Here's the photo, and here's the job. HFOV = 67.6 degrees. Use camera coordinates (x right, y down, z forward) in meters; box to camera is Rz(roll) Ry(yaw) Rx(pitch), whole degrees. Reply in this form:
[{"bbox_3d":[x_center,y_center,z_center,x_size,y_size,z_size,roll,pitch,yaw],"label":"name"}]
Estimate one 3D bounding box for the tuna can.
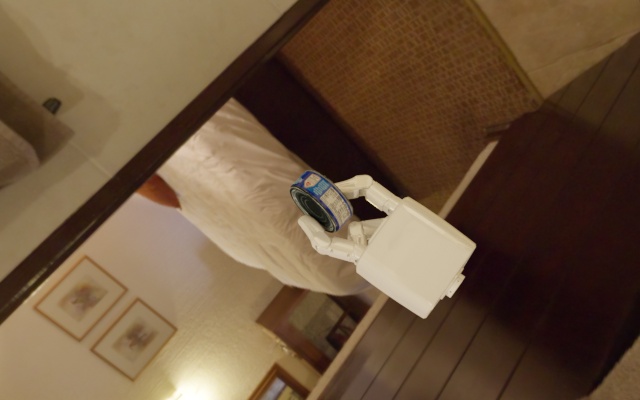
[{"bbox_3d":[0.000,0.002,0.624,0.033,0.086,0.086,-45,17,-18],"label":"tuna can"}]
